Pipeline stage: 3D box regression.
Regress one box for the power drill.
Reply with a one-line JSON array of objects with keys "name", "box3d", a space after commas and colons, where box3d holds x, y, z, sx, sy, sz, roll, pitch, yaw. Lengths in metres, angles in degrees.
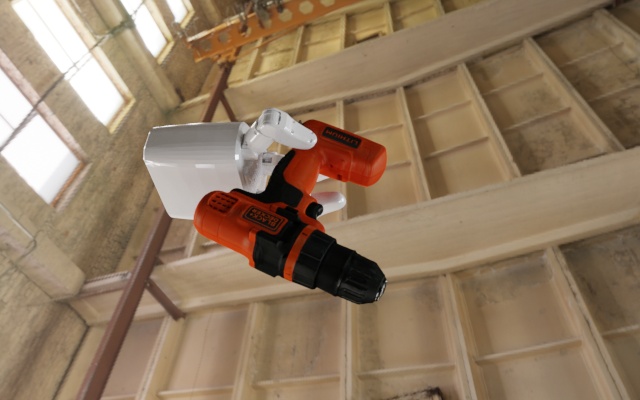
[{"name": "power drill", "box3d": [0.000, 0.001, 0.469, 0.184, 0.057, 0.187, 24, 44, 13]}]
